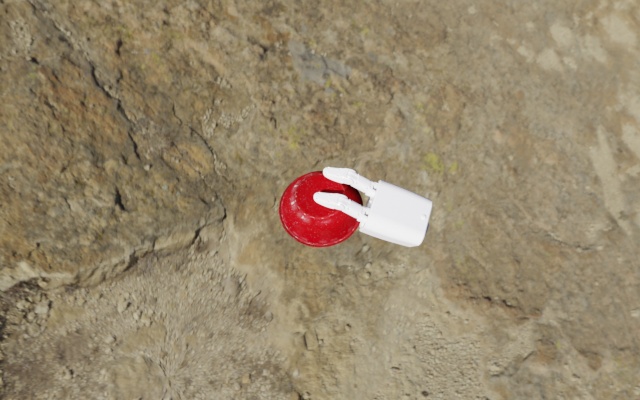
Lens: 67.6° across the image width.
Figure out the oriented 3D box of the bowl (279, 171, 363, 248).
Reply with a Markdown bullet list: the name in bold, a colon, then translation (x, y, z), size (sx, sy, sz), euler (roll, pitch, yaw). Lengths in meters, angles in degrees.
- **bowl**: translation (-0.001, 0.003, 0.887), size (0.162, 0.162, 0.055), euler (0, -27, 2)
